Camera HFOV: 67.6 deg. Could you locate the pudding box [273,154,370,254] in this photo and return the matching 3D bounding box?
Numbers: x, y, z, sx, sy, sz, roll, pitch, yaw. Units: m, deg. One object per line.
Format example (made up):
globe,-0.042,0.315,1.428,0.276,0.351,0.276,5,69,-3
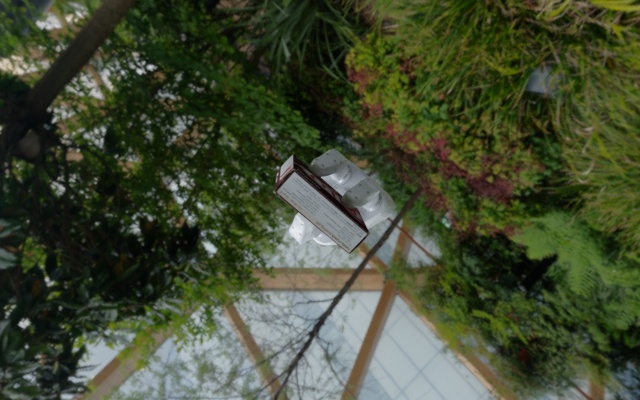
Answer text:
pudding box,0.000,0.002,0.547,0.113,0.039,0.090,38,9,-12
